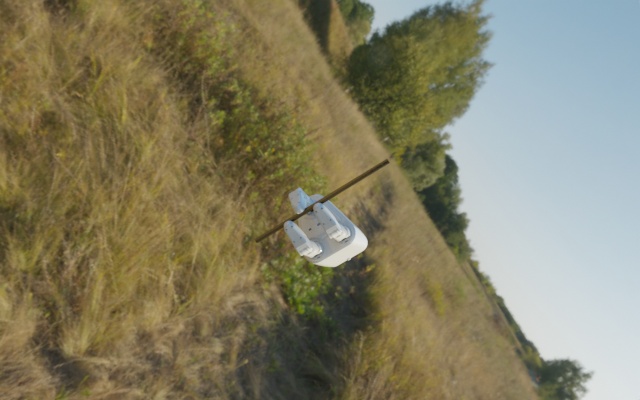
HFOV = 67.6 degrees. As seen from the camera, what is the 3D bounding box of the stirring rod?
[{"bbox_3d":[0.000,0.002,0.732,0.239,0.011,0.011,-31,-6,10],"label":"stirring rod"}]
